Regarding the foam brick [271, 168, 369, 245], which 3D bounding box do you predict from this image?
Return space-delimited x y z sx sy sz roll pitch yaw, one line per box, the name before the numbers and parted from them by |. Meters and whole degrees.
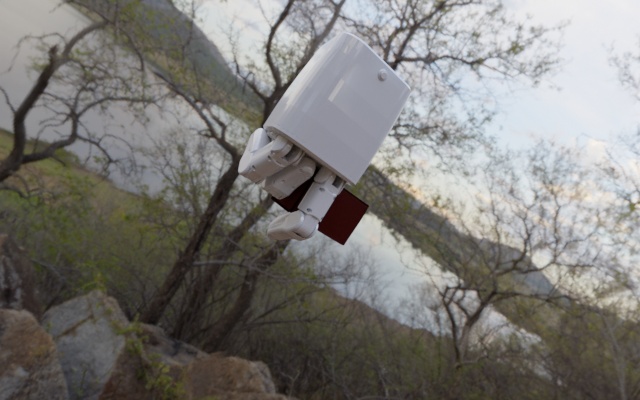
foam brick | 0.000 0.002 0.492 0.078 0.051 0.053 34 -1 -33
